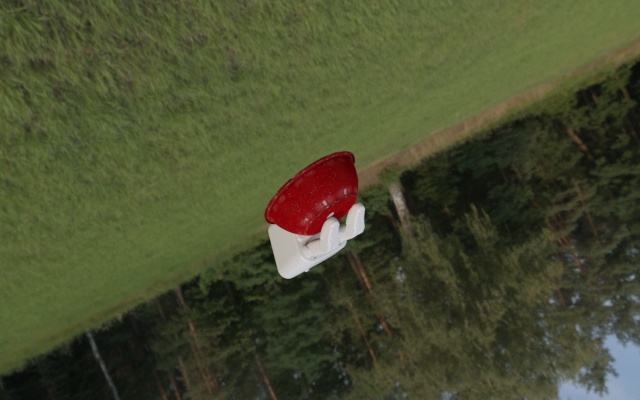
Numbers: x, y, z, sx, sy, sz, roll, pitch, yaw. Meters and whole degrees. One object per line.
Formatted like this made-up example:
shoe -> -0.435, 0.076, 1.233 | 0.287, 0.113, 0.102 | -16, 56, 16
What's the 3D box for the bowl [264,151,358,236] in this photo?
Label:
bowl -> 0.001, 0.002, 0.693 | 0.162, 0.055, 0.162 | -33, -18, -13
